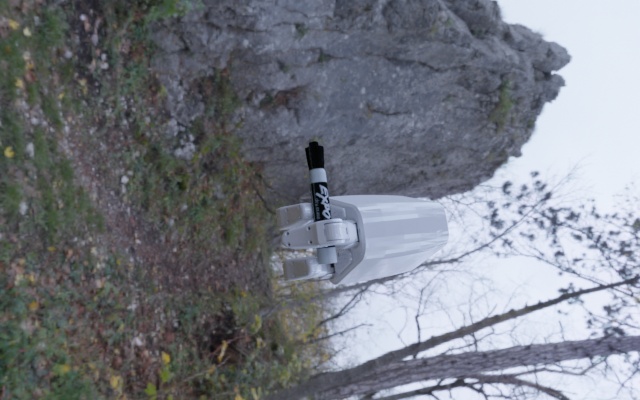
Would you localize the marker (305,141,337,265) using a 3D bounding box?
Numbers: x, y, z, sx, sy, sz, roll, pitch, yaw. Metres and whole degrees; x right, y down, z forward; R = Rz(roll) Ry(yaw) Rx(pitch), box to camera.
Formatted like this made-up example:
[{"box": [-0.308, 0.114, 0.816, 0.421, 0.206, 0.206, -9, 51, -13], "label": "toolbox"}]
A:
[{"box": [0.000, 0.002, 0.468, 0.020, 0.121, 0.020, -7, -7, -1], "label": "marker"}]
